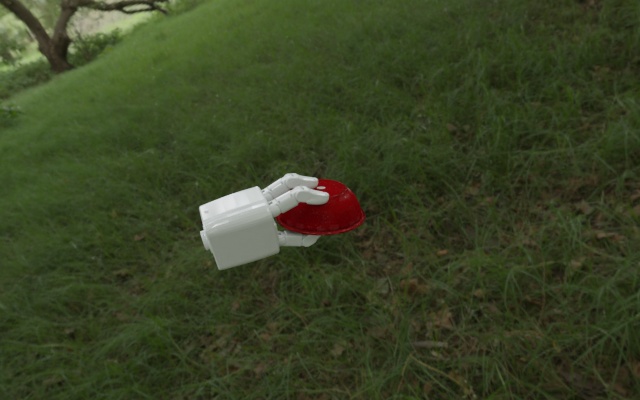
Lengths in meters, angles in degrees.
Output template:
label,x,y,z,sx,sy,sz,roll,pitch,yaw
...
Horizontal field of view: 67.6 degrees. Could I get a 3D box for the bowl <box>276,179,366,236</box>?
label,x,y,z,sx,sy,sz,roll,pitch,yaw
bowl,0.001,0.002,0.846,0.162,0.055,0.162,0,22,0
